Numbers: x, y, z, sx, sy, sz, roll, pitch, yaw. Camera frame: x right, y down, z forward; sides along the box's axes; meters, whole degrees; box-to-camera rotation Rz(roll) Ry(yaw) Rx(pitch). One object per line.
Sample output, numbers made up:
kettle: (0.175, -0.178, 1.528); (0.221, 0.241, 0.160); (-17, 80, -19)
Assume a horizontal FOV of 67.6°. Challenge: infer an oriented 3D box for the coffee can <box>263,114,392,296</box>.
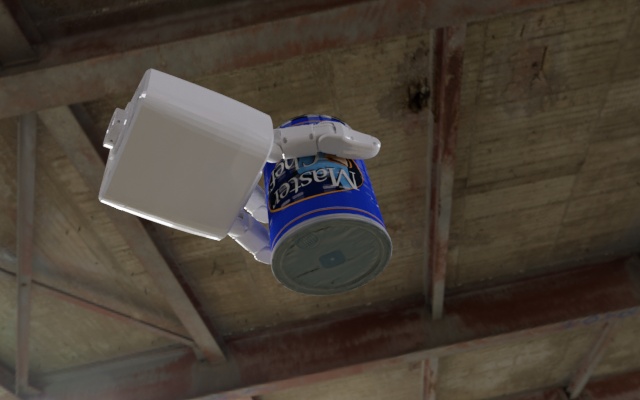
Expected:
coffee can: (0.000, 0.002, 0.446); (0.103, 0.140, 0.103); (-6, -44, -6)
